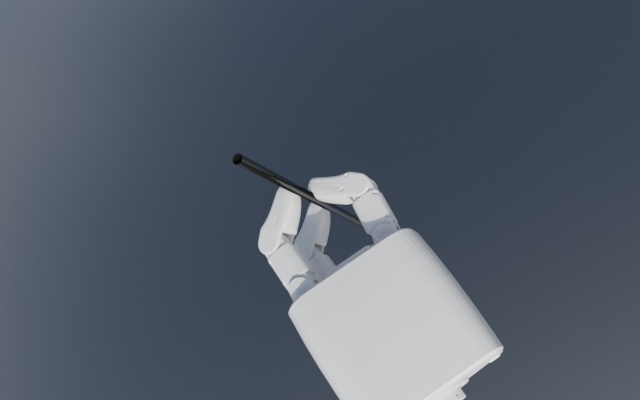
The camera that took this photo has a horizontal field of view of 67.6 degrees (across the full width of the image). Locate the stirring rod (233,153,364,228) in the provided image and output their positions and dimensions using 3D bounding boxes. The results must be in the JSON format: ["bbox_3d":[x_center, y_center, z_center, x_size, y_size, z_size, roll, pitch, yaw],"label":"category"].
[{"bbox_3d":[0.000,0.001,0.422,0.011,0.011,0.239,0,-14,28],"label":"stirring rod"}]
